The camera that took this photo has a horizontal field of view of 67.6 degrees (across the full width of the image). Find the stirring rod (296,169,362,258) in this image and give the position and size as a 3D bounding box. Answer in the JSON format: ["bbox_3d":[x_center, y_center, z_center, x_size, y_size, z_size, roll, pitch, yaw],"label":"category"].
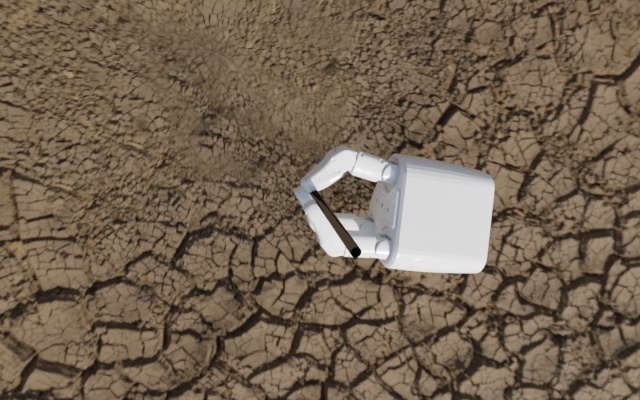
[{"bbox_3d":[0.000,0.001,0.443,0.011,0.011,0.239,0,17,-12],"label":"stirring rod"}]
